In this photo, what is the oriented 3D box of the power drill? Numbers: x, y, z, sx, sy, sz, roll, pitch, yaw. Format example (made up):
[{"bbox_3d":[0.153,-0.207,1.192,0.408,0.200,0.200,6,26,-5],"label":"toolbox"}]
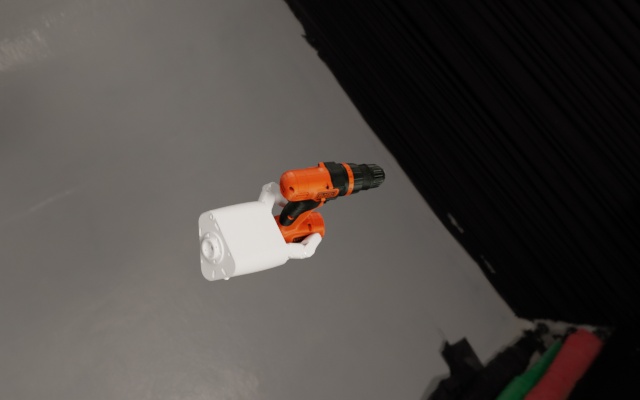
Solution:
[{"bbox_3d":[0.000,0.003,0.808,0.184,0.057,0.188,-6,-30,-27],"label":"power drill"}]
